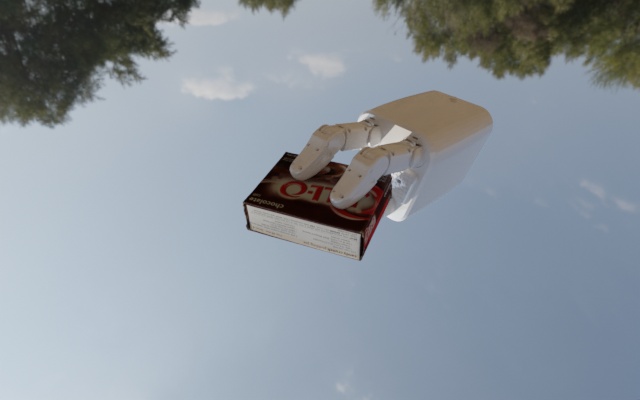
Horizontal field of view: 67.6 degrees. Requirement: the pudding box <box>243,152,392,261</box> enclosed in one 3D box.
[{"bbox_3d":[0.000,0.002,0.437,0.113,0.039,0.090,12,38,18],"label":"pudding box"}]
